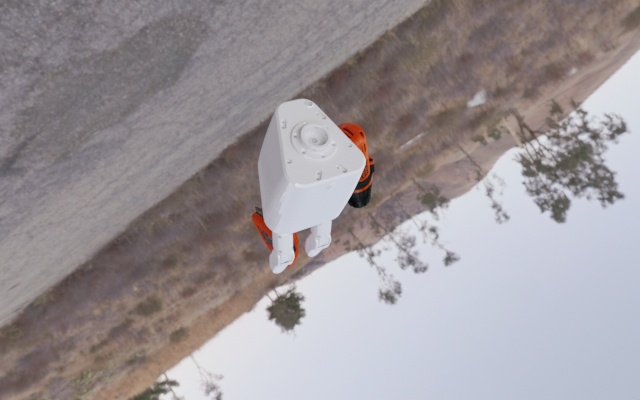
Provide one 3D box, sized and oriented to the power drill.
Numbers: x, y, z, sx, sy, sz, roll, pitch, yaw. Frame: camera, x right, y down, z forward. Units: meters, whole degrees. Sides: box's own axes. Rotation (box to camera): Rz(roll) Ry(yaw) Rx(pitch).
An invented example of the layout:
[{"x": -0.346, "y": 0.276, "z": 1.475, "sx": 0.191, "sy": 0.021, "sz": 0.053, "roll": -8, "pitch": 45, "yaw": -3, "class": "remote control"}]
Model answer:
[{"x": 0.000, "y": 0.002, "z": 0.668, "sx": 0.057, "sy": 0.187, "sz": 0.184, "roll": 37, "pitch": -17, "yaw": 27, "class": "power drill"}]
